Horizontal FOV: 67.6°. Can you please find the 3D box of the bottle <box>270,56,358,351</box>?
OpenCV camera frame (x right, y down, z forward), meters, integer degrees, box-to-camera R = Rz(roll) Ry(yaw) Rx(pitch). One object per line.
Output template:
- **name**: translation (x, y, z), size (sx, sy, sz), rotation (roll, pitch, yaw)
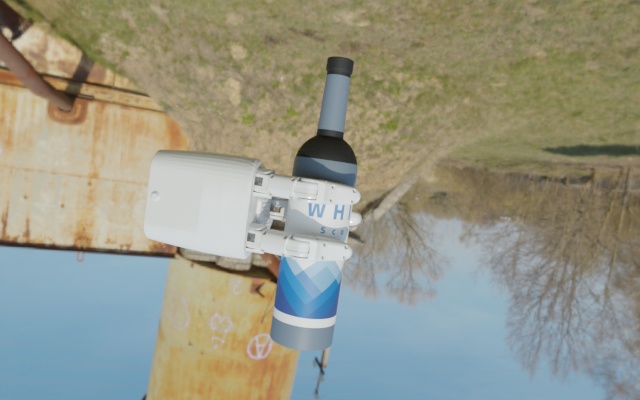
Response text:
- **bottle**: translation (0.000, 0.002, 0.497), size (0.069, 0.296, 0.069), rotation (8, 4, 0)
